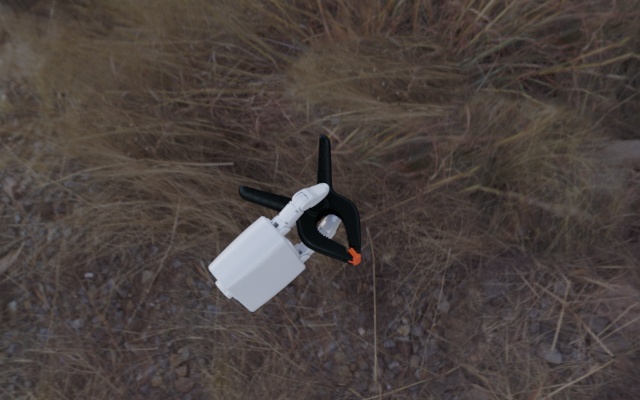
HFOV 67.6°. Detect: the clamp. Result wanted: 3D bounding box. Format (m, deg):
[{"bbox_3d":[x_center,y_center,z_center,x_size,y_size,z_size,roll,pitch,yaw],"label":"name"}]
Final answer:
[{"bbox_3d":[0.000,0.003,0.712,0.164,0.210,0.036,-41,-21,-11],"label":"clamp"}]
